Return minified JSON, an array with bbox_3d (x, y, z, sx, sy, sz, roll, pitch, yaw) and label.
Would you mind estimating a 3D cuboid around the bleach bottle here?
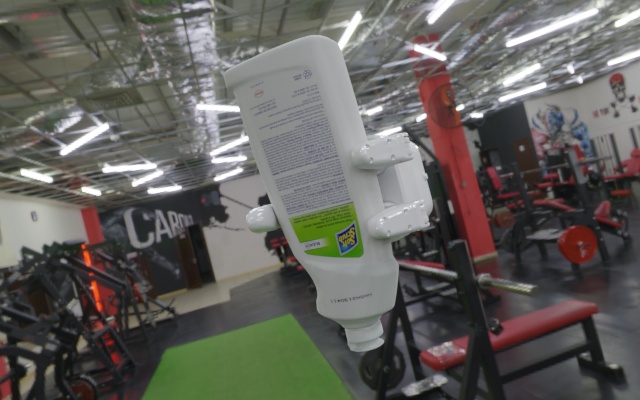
[{"bbox_3d":[0.000,0.001,0.401,0.102,0.251,0.068,-14,0,26],"label":"bleach bottle"}]
